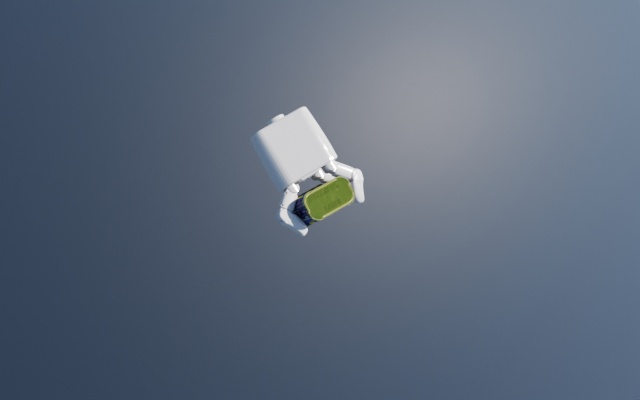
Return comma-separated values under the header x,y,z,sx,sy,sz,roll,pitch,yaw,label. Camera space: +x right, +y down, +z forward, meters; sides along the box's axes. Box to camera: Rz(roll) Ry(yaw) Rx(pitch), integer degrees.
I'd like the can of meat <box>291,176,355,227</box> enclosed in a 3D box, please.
x,y,z,sx,sy,sz,roll,pitch,yaw,label
0.000,0.003,0.834,0.102,0.057,0.084,-29,2,-25,can of meat
